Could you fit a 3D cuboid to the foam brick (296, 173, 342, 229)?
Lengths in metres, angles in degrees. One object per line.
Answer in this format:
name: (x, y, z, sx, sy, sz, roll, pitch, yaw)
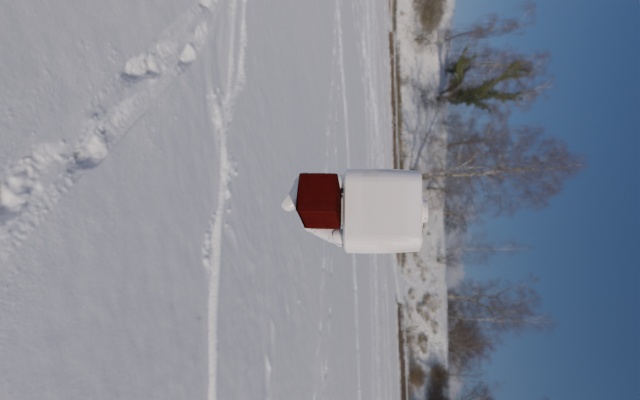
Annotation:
foam brick: (0.000, 0.002, 0.633, 0.051, 0.053, 0.078, 1, -20, 8)
